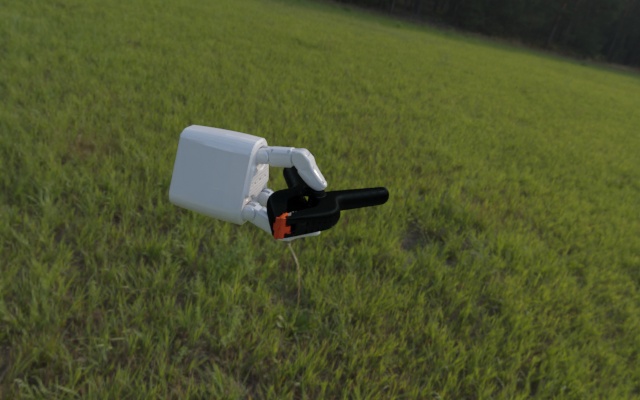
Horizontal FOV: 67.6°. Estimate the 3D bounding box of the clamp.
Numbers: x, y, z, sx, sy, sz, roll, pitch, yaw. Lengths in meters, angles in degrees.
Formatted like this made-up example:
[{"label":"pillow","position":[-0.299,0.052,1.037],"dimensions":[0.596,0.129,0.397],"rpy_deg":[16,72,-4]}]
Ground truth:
[{"label":"clamp","position":[0.000,0.001,0.628],"dimensions":[0.164,0.036,0.210],"rpy_deg":[12,22,11]}]
